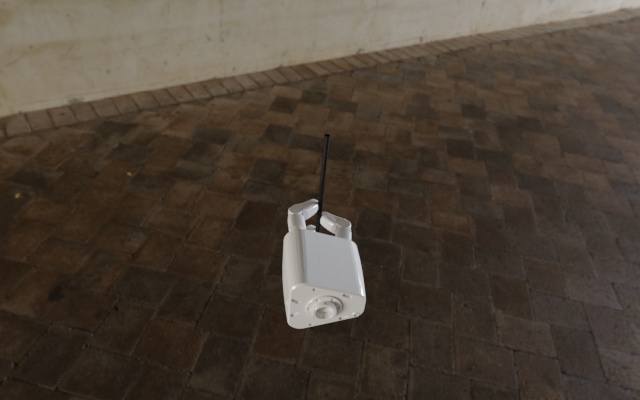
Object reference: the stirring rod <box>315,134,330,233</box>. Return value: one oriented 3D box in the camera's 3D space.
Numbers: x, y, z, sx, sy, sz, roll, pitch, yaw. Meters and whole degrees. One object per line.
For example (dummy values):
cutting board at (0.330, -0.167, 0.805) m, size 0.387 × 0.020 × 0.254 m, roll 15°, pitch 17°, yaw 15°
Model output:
stirring rod at (0.000, 0.003, 0.753) m, size 0.011 × 0.240 × 0.011 m, roll 4°, pitch 37°, yaw -3°
